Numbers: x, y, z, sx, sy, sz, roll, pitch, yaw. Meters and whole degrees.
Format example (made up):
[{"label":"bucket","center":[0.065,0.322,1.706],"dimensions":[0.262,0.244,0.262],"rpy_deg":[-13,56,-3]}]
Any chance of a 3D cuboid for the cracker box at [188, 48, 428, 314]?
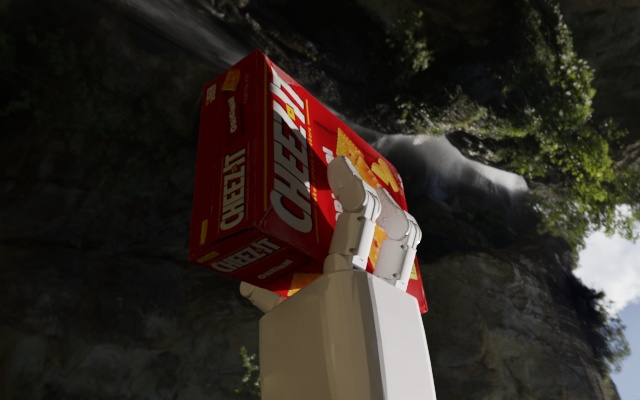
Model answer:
[{"label":"cracker box","center":[0.000,0.001,0.405],"dimensions":[0.072,0.164,0.214],"rpy_deg":[-26,-39,29]}]
